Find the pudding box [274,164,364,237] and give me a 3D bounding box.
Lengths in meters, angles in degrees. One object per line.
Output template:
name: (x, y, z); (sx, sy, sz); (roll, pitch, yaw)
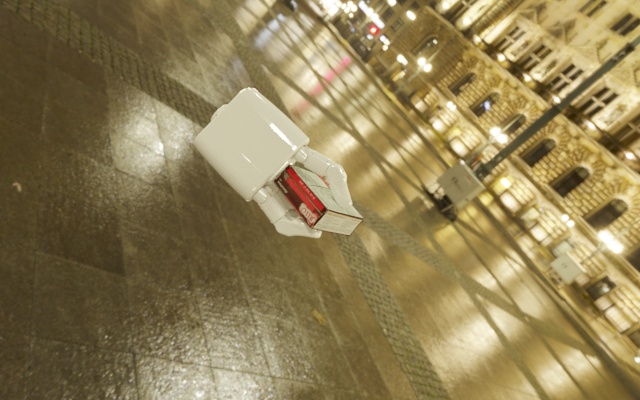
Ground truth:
pudding box: (0.000, 0.002, 0.652); (0.090, 0.039, 0.113); (51, 19, 27)
